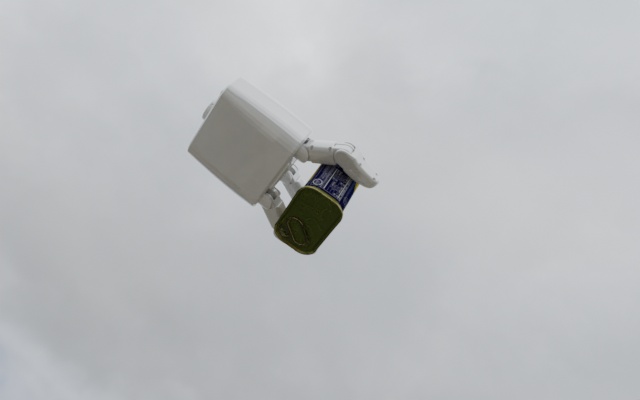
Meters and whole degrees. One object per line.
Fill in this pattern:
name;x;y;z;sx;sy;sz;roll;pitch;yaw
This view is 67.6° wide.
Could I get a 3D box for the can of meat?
can of meat;0.000;0.002;0.564;0.057;0.102;0.084;35;44;-1
